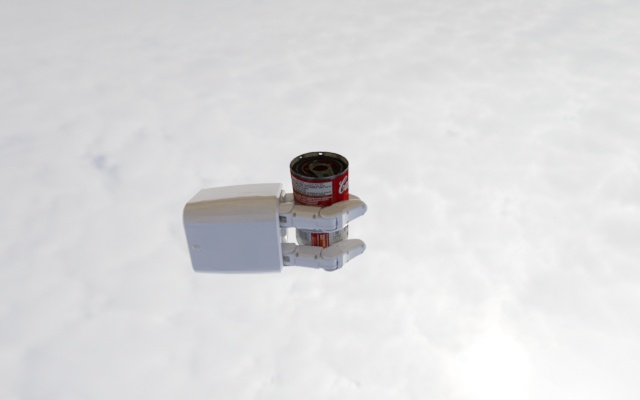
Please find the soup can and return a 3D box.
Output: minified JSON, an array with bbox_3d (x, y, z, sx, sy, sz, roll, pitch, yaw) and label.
[{"bbox_3d":[0.001,0.002,0.566,0.068,0.102,0.068,-2,31,1],"label":"soup can"}]
